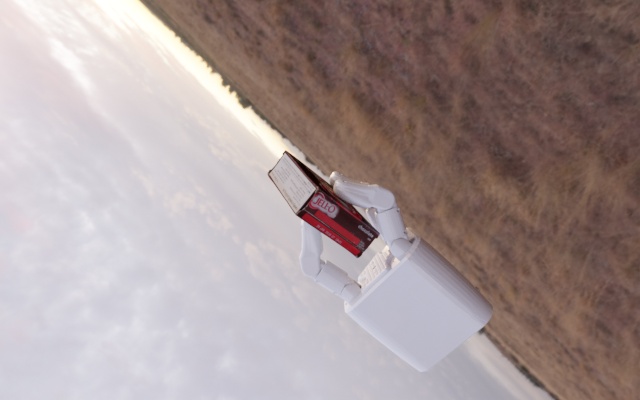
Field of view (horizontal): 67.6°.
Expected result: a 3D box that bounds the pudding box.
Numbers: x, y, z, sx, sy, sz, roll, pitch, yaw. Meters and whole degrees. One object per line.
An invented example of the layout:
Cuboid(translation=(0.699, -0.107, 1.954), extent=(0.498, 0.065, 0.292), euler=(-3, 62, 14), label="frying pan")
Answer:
Cuboid(translation=(0.000, 0.002, 0.495), extent=(0.090, 0.039, 0.113), euler=(38, 4, -31), label="pudding box")
